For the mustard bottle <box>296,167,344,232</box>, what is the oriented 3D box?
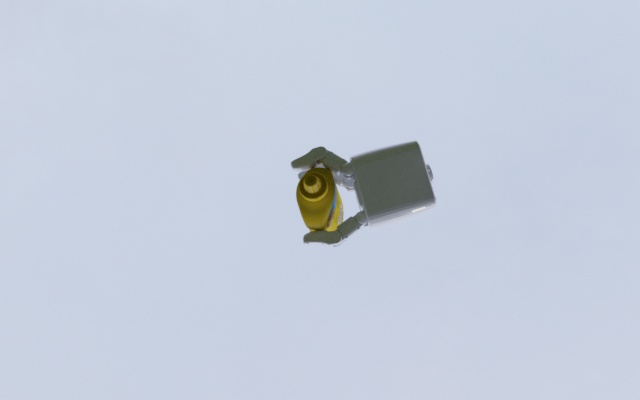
[{"bbox_3d":[0.000,0.003,0.742,0.058,0.096,0.192,7,-17,10],"label":"mustard bottle"}]
